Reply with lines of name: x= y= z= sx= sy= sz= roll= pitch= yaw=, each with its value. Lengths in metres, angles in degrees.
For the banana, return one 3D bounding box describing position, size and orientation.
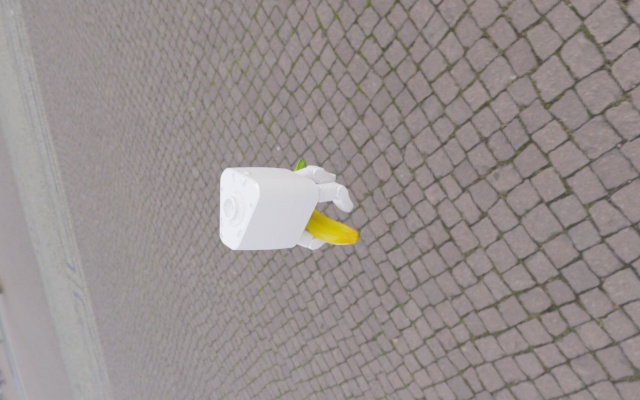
banana: x=-0.013 y=0.014 z=0.763 sx=0.037 sy=0.070 sz=0.197 roll=20 pitch=27 yaw=-48
